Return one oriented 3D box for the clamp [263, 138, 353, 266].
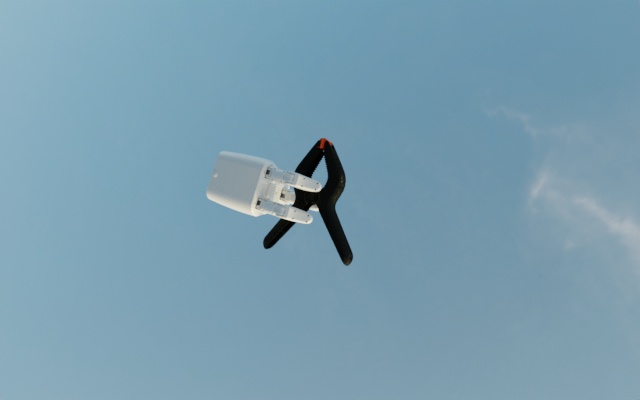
[{"bbox_3d":[0.000,0.002,0.802,0.164,0.210,0.036,16,-1,24],"label":"clamp"}]
